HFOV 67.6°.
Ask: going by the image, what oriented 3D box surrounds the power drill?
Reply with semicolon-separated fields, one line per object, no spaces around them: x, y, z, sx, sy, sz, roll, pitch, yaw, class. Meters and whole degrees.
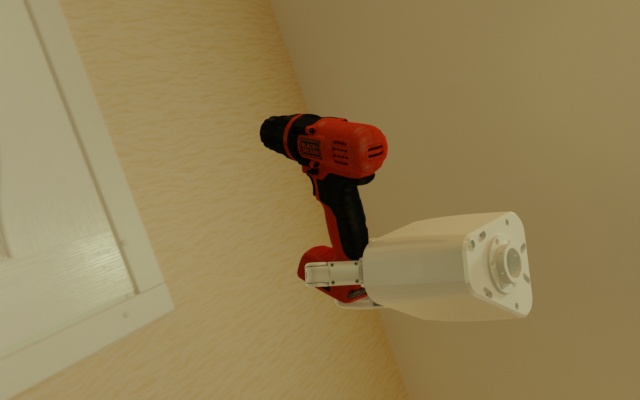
0.000;0.002;0.509;0.057;0.188;0.184;-21;24;-31;power drill
